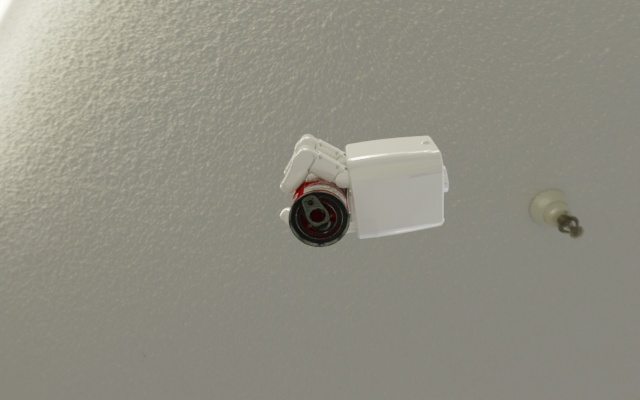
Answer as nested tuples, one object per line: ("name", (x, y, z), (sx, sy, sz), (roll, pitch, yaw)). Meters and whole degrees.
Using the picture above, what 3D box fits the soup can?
("soup can", (0.000, 0.002, 0.569), (0.068, 0.068, 0.102), (0, 23, 2))
